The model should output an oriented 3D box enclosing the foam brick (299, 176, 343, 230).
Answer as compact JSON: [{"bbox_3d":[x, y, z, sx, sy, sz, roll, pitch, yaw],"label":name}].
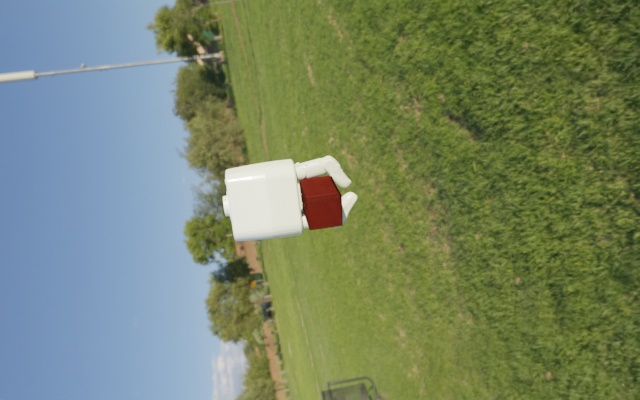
[{"bbox_3d":[0.000,0.002,0.714,0.051,0.053,0.078,-8,24,-7],"label":"foam brick"}]
